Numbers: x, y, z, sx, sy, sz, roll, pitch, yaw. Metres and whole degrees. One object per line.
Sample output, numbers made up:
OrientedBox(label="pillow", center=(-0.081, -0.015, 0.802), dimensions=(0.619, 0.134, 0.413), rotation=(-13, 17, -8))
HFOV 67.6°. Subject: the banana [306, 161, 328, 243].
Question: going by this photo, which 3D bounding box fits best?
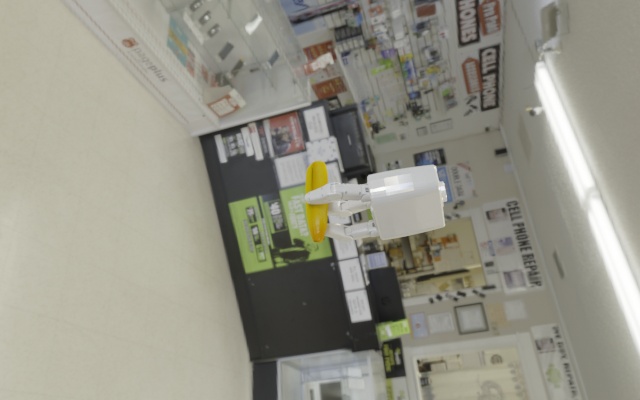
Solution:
OrientedBox(label="banana", center=(-0.004, -0.014, 0.806), dimensions=(0.037, 0.070, 0.197), rotation=(-9, 34, 7))
